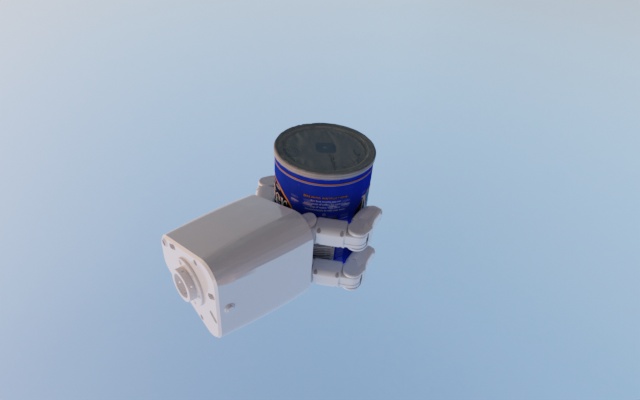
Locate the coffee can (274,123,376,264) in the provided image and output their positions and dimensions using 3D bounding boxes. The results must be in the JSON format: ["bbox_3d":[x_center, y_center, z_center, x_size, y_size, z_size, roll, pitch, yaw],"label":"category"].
[{"bbox_3d":[0.000,0.001,0.517,0.103,0.140,0.102,3,36,-2],"label":"coffee can"}]
